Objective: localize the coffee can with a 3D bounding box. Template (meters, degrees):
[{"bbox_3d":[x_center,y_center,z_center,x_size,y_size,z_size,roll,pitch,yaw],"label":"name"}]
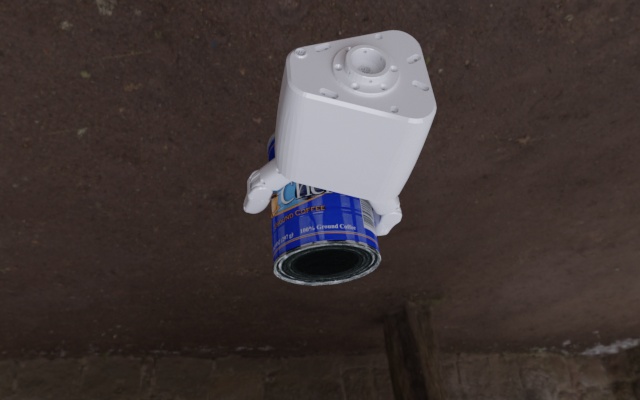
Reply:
[{"bbox_3d":[0.000,0.002,0.482,0.103,0.140,0.103,-5,-29,-3],"label":"coffee can"}]
